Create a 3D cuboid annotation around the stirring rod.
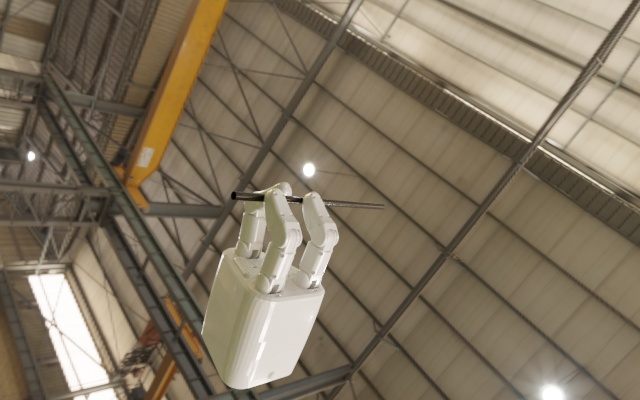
[{"bbox_3d":[0.000,0.002,0.526,0.011,0.011,0.239,0,-3,41],"label":"stirring rod"}]
